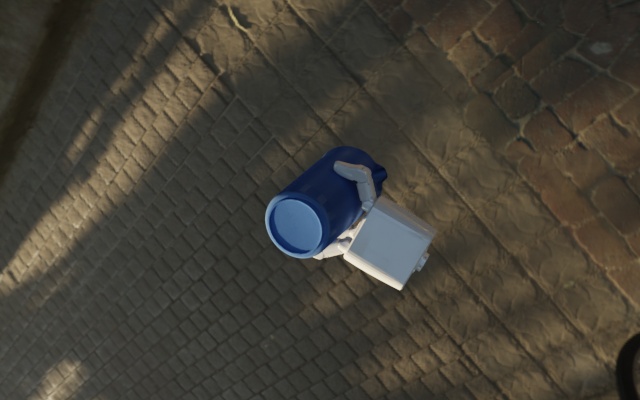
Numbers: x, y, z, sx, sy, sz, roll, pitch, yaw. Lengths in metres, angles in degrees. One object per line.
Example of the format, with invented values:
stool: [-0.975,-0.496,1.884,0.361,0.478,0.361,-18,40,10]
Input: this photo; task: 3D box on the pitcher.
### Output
pitcher: [0.000,0.003,0.805,0.145,0.149,0.242,32,29,11]
